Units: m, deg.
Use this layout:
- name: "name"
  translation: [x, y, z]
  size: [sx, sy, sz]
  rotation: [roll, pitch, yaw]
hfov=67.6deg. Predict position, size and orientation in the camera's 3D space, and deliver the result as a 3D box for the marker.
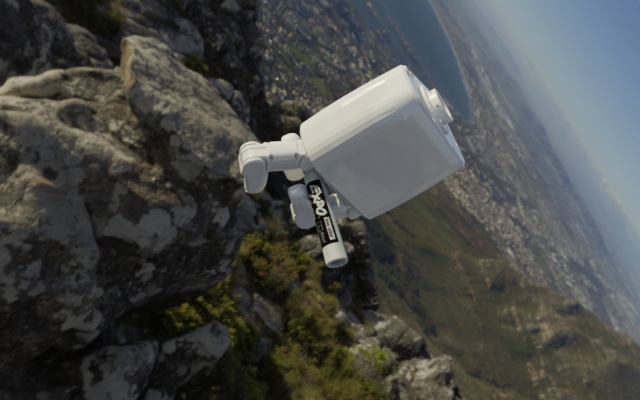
- name: "marker"
  translation: [0.000, 0.001, 0.425]
  size: [0.020, 0.121, 0.020]
  rotation: [-12, -29, -7]
